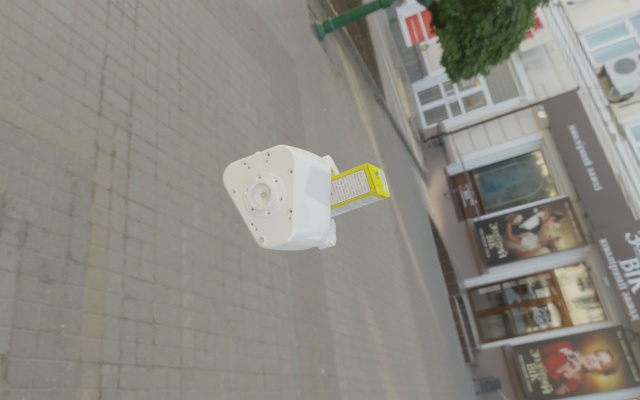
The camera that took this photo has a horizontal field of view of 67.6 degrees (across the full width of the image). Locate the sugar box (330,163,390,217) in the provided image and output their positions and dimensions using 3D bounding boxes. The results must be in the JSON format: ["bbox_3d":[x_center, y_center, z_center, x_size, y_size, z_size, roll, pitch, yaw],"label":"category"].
[{"bbox_3d":[0.000,0.002,0.651,0.176,0.048,0.093,-18,-9,18],"label":"sugar box"}]
